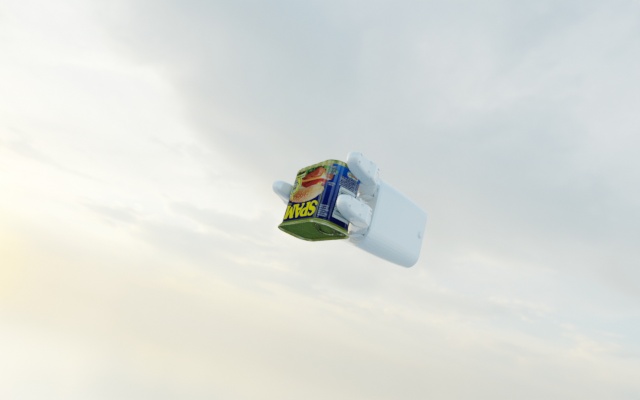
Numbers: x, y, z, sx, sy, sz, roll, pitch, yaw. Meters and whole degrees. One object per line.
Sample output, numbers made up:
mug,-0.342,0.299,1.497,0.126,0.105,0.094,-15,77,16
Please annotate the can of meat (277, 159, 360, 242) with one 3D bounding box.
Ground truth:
can of meat,0.000,0.002,0.600,0.057,0.084,0.102,27,-21,-30
